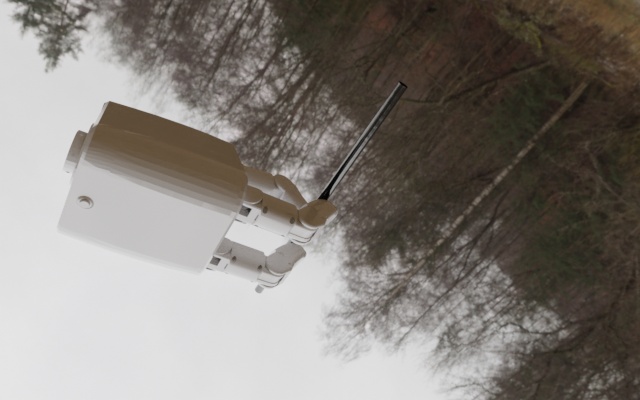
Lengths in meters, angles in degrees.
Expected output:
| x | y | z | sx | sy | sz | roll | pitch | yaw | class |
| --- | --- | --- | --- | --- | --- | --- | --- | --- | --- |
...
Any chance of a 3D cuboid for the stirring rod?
| x | y | z | sx | sy | sz | roll | pitch | yaw | class |
| --- | --- | --- | --- | --- | --- | --- | --- | --- | --- |
| 0.000 | 0.001 | 0.408 | 0.011 | 0.240 | 0.011 | 26 | 30 | -16 | stirring rod |
